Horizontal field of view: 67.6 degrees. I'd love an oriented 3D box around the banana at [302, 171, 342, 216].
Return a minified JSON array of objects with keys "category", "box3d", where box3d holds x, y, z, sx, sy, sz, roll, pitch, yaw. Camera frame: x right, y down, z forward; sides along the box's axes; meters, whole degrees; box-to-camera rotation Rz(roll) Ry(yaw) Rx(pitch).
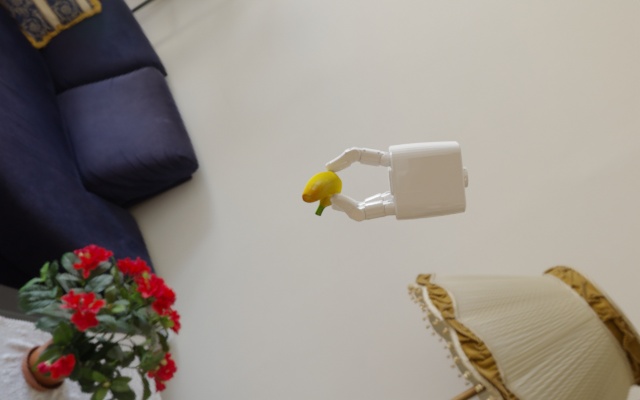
[{"category":"banana","box3d":[0.008,-0.014,0.756,0.037,0.069,0.198,22,-6,10]}]
